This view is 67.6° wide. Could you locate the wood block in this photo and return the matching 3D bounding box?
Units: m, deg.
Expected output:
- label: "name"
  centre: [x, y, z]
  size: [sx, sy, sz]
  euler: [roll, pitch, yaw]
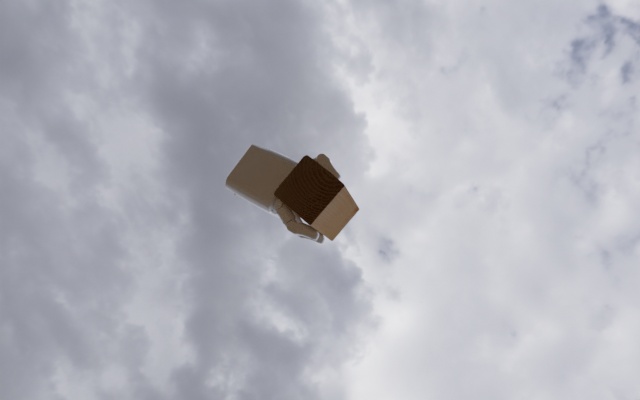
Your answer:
- label: "wood block"
  centre: [0.000, 0.002, 0.889]
  size: [0.090, 0.091, 0.206]
  euler: [39, -2, 16]
